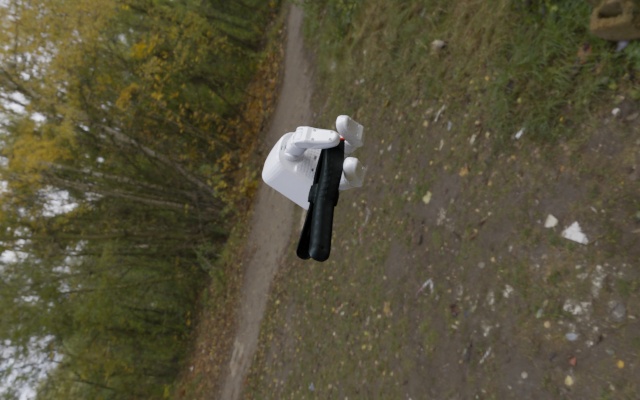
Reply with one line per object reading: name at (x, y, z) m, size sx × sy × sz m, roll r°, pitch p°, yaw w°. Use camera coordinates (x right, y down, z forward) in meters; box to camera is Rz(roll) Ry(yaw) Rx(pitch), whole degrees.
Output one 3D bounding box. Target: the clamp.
clamp at (0.000, 0.002, 0.624) m, size 0.039 × 0.171 × 0.120 m, roll 17°, pitch -18°, yaw -15°
